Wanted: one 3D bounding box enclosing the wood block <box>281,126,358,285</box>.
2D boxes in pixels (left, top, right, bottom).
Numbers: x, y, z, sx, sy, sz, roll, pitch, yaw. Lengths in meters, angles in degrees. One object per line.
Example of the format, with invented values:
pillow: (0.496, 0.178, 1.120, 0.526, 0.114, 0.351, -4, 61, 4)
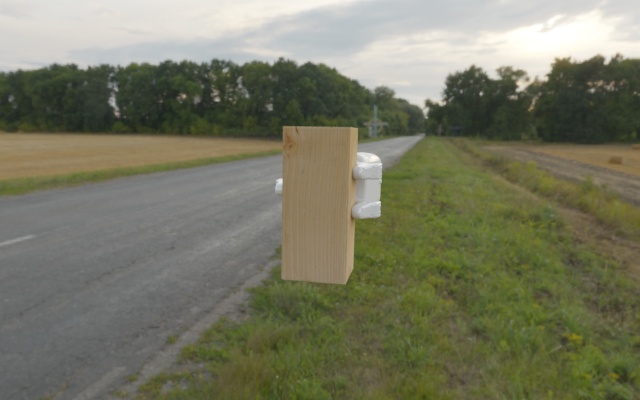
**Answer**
wood block: (0.000, 0.002, 0.664, 0.091, 0.206, 0.090, 3, 8, 11)
